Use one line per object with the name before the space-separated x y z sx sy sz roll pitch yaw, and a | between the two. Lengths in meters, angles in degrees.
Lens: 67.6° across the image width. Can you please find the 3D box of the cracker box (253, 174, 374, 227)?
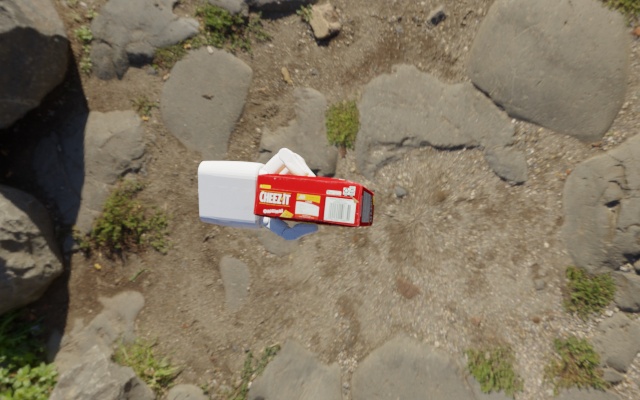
cracker box | 0.000 0.003 0.806 0.164 0.072 0.214 6 -1 11
